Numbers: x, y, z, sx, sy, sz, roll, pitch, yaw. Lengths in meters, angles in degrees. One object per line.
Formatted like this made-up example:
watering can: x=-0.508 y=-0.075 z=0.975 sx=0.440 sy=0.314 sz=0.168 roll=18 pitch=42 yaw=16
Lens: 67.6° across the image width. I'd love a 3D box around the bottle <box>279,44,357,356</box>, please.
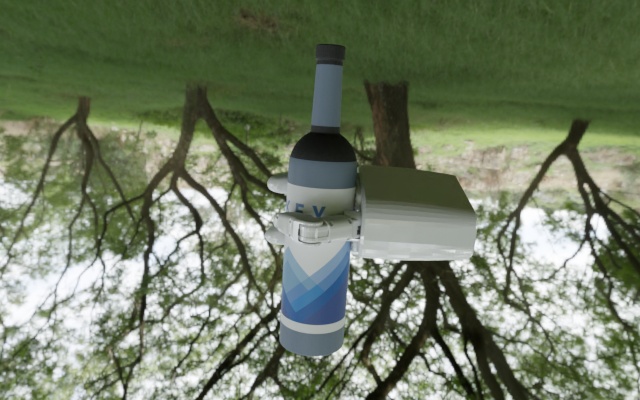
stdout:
bottle: x=0.000 y=0.002 z=0.469 sx=0.069 sy=0.296 sz=0.069 roll=4 pitch=11 yaw=-1
